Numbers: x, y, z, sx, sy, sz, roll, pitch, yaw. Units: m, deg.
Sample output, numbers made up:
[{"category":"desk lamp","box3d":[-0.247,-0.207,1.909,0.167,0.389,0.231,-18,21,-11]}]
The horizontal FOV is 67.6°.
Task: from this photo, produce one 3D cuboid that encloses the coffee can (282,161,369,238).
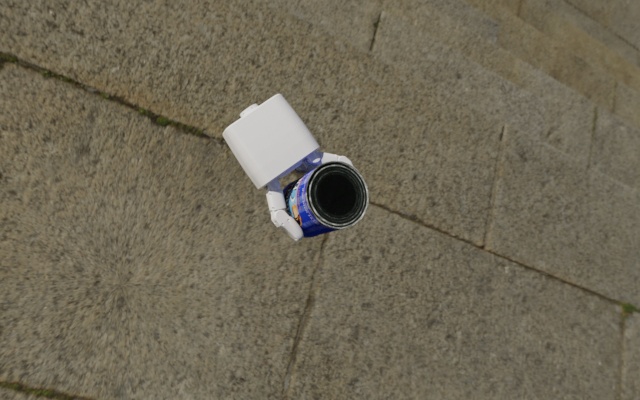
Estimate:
[{"category":"coffee can","box3d":[0.000,0.003,0.762,0.103,0.103,0.140,0,-9,-23]}]
